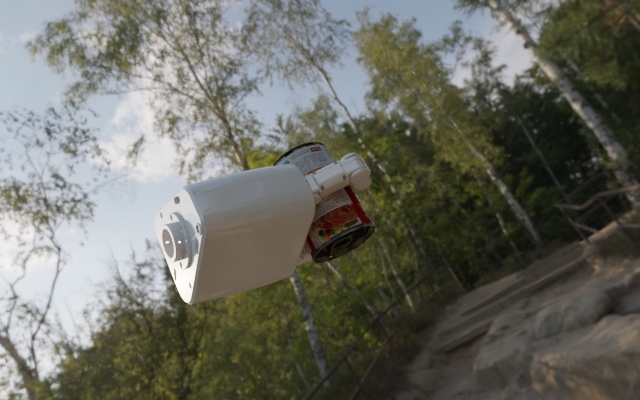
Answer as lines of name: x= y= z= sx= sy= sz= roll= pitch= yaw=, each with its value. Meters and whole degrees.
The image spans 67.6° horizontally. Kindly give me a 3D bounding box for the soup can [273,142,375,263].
soup can: x=0.000 y=0.001 z=0.475 sx=0.068 sy=0.102 sz=0.068 roll=-25 pitch=-21 yaw=-10
